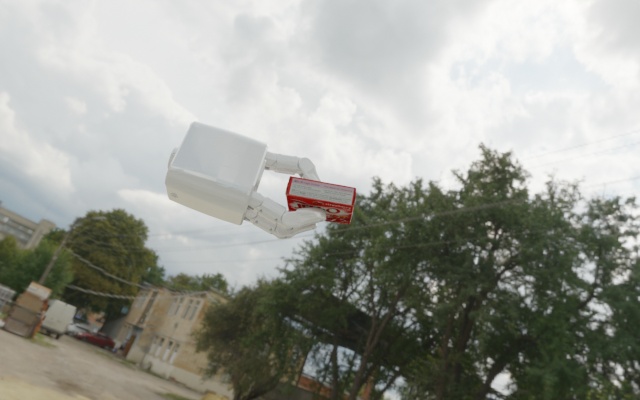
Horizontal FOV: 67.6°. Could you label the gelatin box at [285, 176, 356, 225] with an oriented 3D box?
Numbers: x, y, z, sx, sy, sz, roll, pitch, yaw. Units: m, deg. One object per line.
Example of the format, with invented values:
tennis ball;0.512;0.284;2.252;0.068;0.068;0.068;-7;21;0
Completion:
gelatin box;0.001;0.002;0.635;0.089;0.030;0.073;9;-21;3
